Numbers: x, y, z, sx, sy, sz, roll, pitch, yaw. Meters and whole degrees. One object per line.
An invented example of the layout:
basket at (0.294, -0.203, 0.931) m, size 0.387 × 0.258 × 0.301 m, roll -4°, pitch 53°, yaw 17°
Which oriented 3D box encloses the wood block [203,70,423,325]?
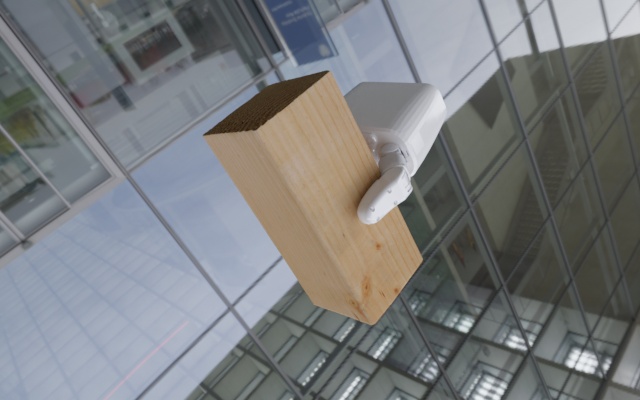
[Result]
wood block at (0.001, 0.001, 0.433) m, size 0.091 × 0.206 × 0.090 m, roll 4°, pitch 41°, yaw 50°
